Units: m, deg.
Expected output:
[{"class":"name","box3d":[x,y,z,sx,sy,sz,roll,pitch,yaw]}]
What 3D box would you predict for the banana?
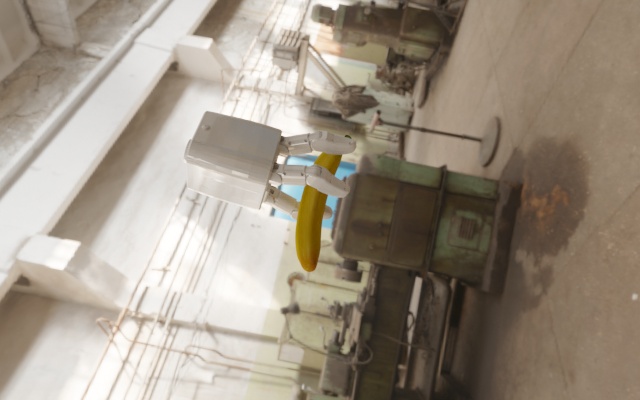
[{"class":"banana","box3d":[-0.006,0.004,0.645,0.037,0.197,0.070,20,-21,-15]}]
